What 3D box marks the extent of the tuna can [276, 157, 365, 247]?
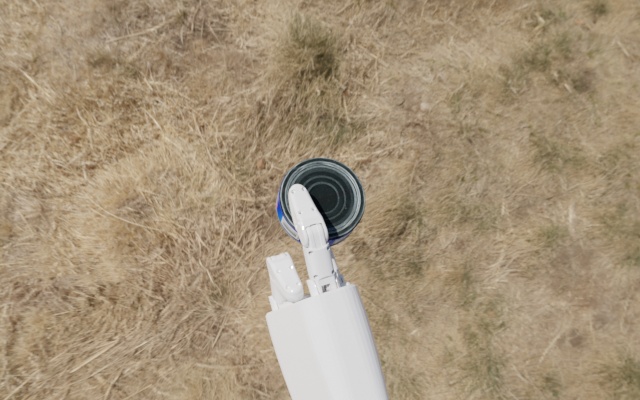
[{"bbox_3d":[0.000,0.001,0.469,0.086,0.086,0.034,0,-18,-10],"label":"tuna can"}]
